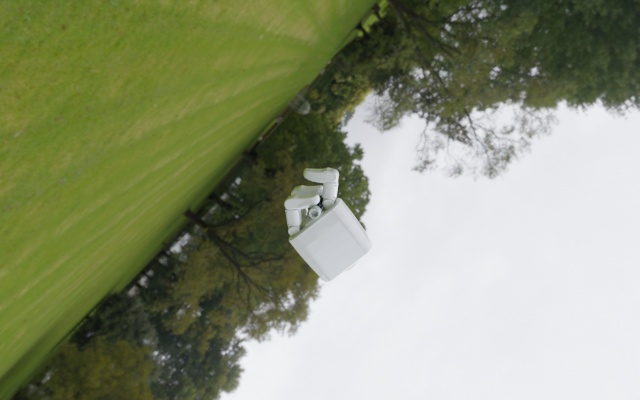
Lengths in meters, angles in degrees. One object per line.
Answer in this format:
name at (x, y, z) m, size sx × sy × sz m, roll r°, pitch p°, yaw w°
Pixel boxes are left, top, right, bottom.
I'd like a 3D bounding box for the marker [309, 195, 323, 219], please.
marker at (0.000, 0.003, 0.853) m, size 0.020 × 0.020 × 0.121 m, roll 0°, pitch 19°, yaw 11°
